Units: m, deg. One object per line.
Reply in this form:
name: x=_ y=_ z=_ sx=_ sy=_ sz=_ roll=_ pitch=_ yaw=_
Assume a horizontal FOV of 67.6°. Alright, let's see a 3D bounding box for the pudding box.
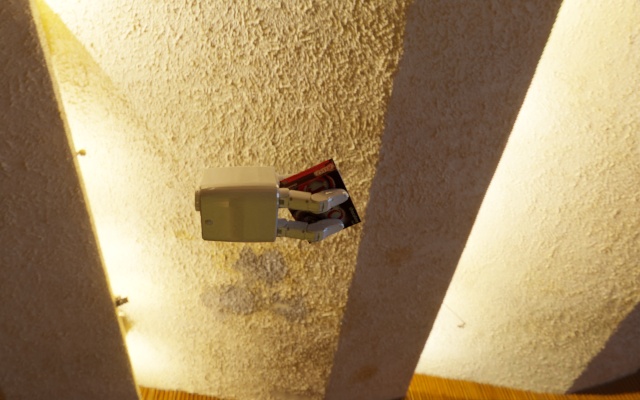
pudding box: x=0.000 y=0.002 z=0.716 sx=0.090 sy=0.114 sz=0.039 roll=-23 pitch=40 yaw=6
